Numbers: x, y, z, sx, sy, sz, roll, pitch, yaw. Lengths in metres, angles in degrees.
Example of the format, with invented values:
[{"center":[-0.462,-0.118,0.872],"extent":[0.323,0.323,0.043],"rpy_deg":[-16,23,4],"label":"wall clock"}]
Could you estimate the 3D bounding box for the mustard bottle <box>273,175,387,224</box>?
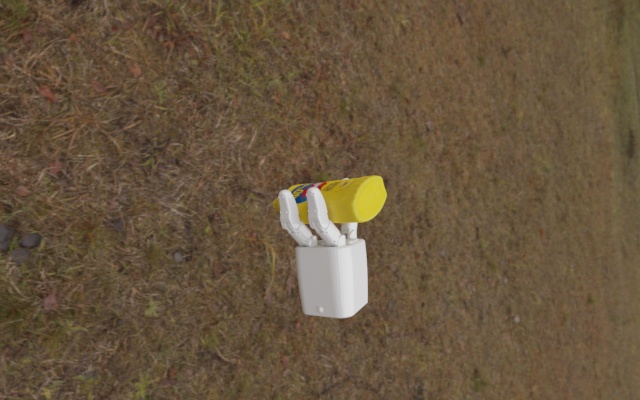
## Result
[{"center":[0.000,0.002,0.747],"extent":[0.191,0.058,0.096],"rpy_deg":[-5,25,38],"label":"mustard bottle"}]
